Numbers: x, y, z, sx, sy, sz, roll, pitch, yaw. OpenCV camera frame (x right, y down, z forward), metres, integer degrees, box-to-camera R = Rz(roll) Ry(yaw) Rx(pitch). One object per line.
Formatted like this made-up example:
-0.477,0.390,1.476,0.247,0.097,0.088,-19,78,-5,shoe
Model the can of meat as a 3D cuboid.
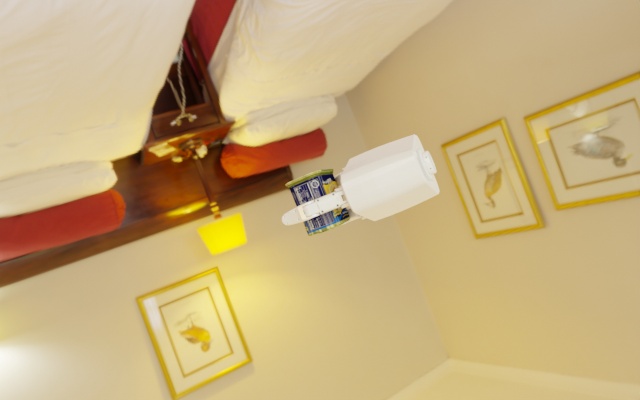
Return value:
0.000,0.003,0.710,0.057,0.084,0.102,-22,-2,17,can of meat
